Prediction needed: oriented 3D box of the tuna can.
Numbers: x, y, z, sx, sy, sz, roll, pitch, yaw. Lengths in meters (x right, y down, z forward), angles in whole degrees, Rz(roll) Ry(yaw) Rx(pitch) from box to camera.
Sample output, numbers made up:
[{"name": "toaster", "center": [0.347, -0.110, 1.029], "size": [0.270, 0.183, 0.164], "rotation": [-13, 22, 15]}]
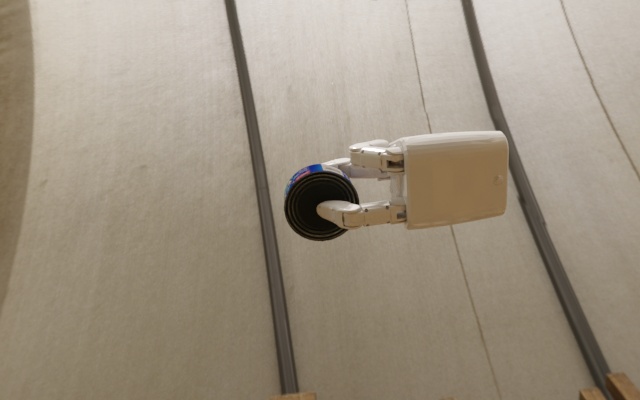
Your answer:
[{"name": "tuna can", "center": [0.000, 0.002, 0.553], "size": [0.086, 0.086, 0.033], "rotation": [0, 22, -7]}]
